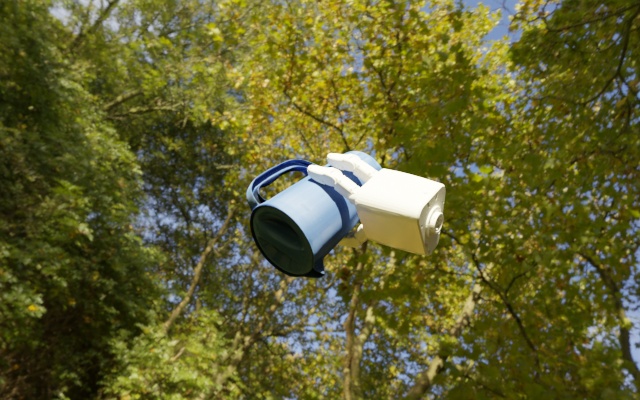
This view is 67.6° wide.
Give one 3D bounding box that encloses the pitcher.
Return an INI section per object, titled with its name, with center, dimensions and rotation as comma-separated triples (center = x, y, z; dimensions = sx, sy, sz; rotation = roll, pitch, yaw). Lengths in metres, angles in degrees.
[pitcher]
center = 0.000, 0.003, 0.812
dimensions = 0.145, 0.149, 0.242
rotation = 14, 37, 36
